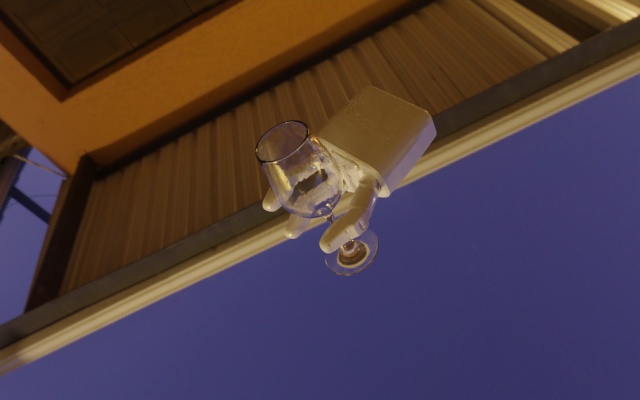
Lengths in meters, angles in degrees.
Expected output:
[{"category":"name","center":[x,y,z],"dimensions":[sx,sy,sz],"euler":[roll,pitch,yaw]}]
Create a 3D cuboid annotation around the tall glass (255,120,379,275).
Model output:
[{"category":"tall glass","center":[0.000,0.002,0.552],"dimensions":[0.079,0.079,0.201],"euler":[0,-39,32]}]
